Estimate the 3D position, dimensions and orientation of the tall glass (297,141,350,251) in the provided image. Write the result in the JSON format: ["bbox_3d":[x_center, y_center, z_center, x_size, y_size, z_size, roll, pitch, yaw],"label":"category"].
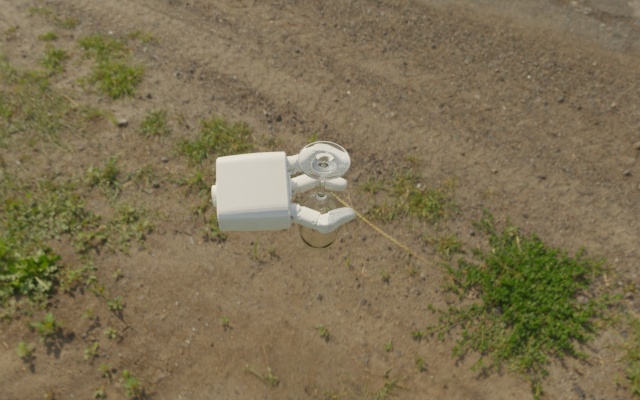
[{"bbox_3d":[0.000,0.002,0.752,0.079,0.079,0.201,0,-37,-3],"label":"tall glass"}]
